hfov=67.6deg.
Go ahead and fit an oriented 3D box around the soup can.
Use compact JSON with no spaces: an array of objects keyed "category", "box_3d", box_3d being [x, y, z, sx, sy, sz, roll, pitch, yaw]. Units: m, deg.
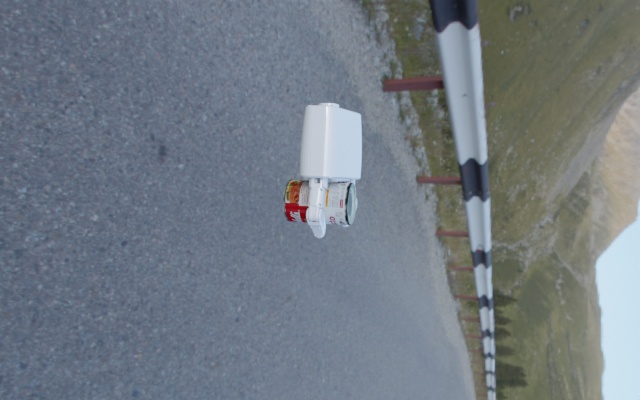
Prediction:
[{"category":"soup can","box_3d":[0.000,0.003,0.748,0.102,0.068,0.068,3,1,15]}]
